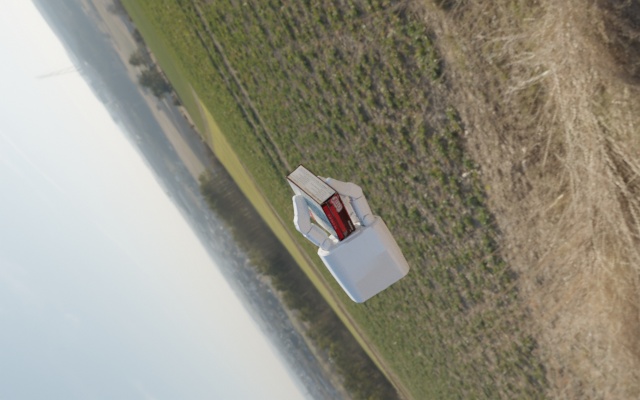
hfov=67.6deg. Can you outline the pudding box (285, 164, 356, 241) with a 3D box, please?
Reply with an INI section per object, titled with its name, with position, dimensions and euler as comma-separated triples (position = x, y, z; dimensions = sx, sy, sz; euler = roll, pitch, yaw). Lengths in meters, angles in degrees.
[pudding box]
position = 0.000, 0.003, 0.761
dimensions = 0.039, 0.090, 0.113
euler = -39, 42, -13
